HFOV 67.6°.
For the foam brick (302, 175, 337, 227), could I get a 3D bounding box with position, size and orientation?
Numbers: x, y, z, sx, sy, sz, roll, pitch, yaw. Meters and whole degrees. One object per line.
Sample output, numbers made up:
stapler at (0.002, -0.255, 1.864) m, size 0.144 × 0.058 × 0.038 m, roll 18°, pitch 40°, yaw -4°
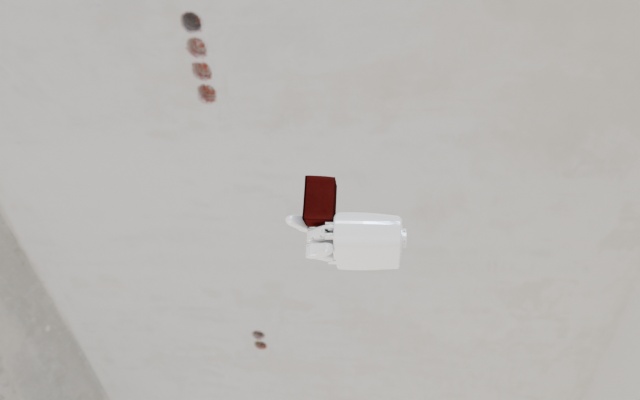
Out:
foam brick at (0.000, 0.002, 0.809) m, size 0.051 × 0.078 × 0.053 m, roll 1°, pitch -17°, yaw 7°
